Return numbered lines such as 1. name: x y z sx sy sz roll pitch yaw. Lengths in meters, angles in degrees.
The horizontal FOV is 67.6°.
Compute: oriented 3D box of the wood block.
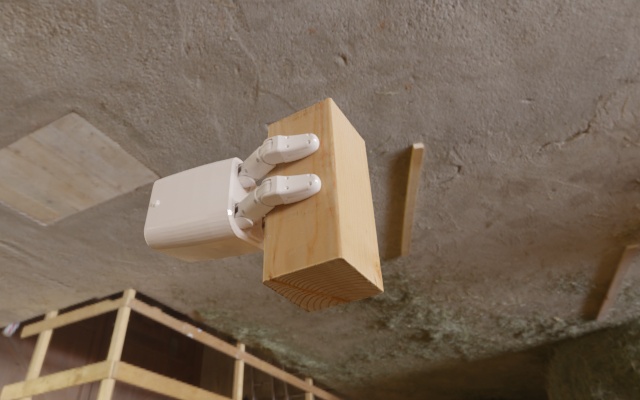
1. wood block: 0.000 0.002 0.522 0.090 0.206 0.091 -20 -39 23
